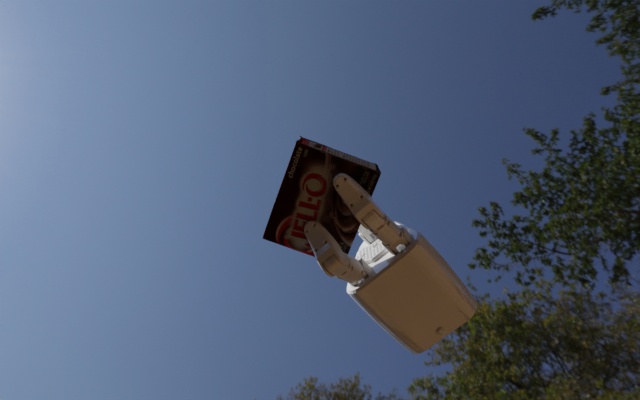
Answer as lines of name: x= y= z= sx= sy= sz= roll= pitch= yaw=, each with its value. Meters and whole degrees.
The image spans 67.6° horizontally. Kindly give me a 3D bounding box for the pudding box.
pudding box: x=0.000 y=0.002 z=0.495 sx=0.090 sy=0.113 sz=0.039 roll=19 pitch=16 yaw=-4
